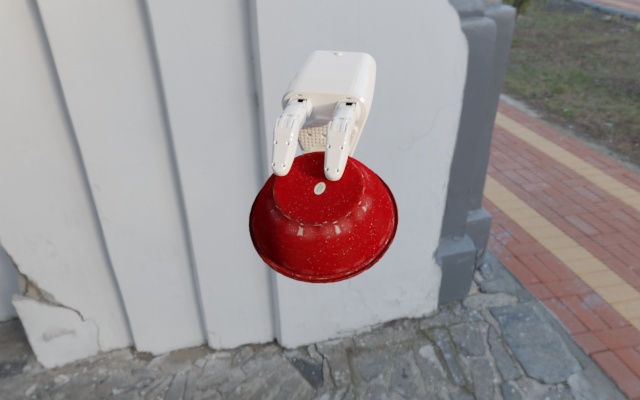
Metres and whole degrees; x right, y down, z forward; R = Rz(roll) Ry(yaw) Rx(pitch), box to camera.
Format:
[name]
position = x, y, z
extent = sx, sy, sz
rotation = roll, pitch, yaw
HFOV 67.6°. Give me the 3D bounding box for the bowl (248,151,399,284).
[bowl]
position = 0.000, 0.002, 0.493
extent = 0.162, 0.162, 0.055
rotation = 0, -35, 6
